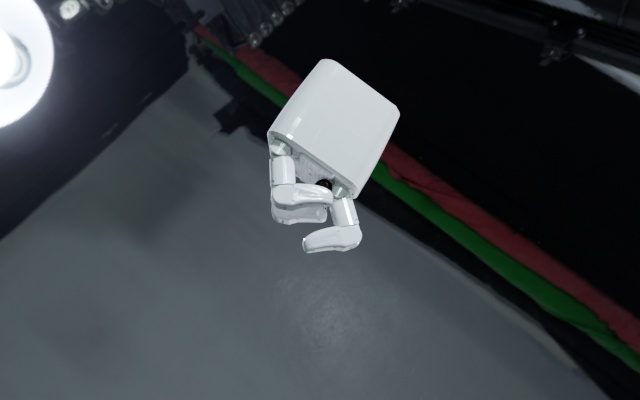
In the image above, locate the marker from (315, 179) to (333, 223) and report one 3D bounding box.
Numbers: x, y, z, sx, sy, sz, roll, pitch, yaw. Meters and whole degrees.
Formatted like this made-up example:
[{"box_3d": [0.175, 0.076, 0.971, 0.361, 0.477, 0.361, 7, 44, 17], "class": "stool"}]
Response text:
[{"box_3d": [0.000, 0.002, 0.538, 0.020, 0.020, 0.121, 0, -16, -3], "class": "marker"}]
